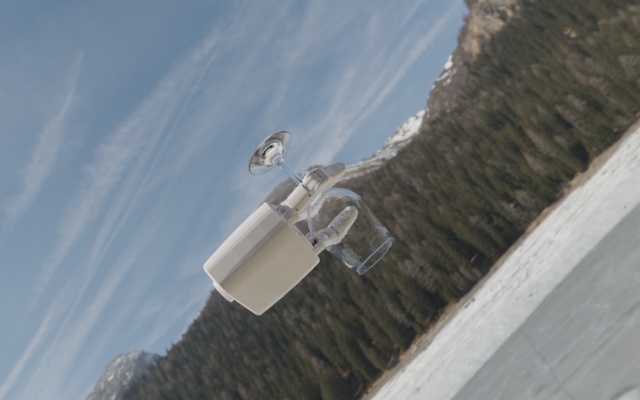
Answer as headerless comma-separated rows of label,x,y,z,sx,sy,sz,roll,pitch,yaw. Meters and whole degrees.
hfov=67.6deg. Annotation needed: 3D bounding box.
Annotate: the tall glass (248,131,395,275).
tall glass,0.000,0.001,0.604,0.201,0.079,0.079,44,17,19
